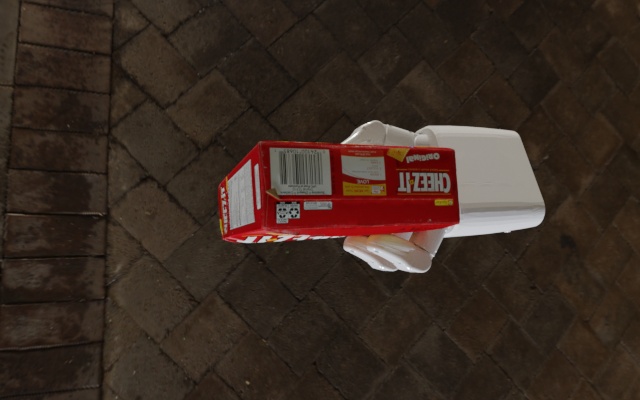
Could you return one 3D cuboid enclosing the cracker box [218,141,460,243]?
[{"bbox_3d":[0.000,0.001,0.453,0.164,0.072,0.214,-1,-6,-20],"label":"cracker box"}]
